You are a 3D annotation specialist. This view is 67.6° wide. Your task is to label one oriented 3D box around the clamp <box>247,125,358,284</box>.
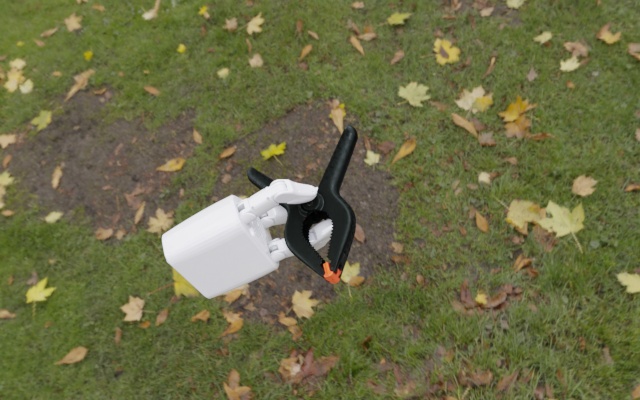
[{"bbox_3d":[0.000,0.002,0.611,0.164,0.209,0.036,-28,-34,9],"label":"clamp"}]
